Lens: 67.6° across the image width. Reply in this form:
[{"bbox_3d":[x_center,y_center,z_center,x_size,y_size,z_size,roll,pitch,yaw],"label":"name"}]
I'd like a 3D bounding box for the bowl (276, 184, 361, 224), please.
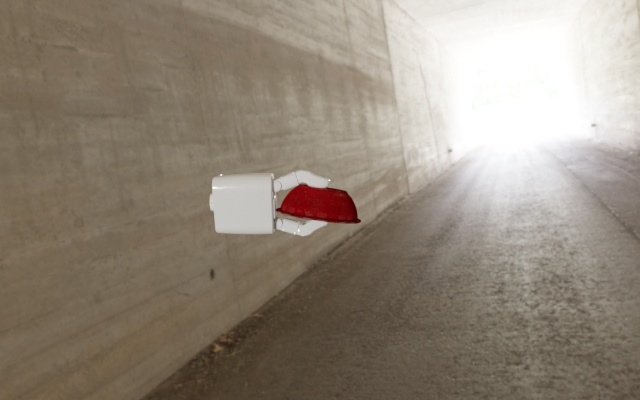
[{"bbox_3d":[0.001,0.003,0.893,0.162,0.055,0.162,8,4,-1],"label":"bowl"}]
